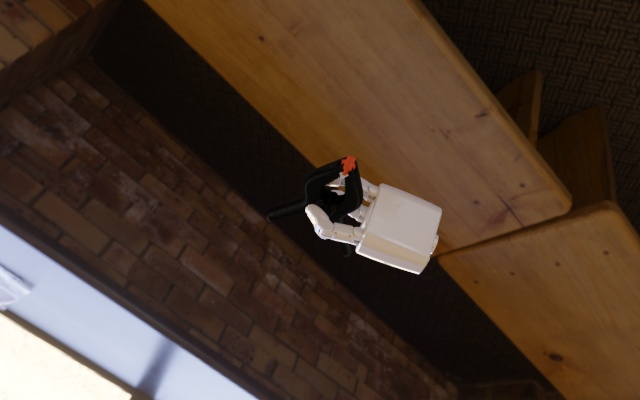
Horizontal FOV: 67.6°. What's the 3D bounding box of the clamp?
[{"bbox_3d":[0.000,0.003,0.764,0.164,0.036,0.210,20,-41,1],"label":"clamp"}]
